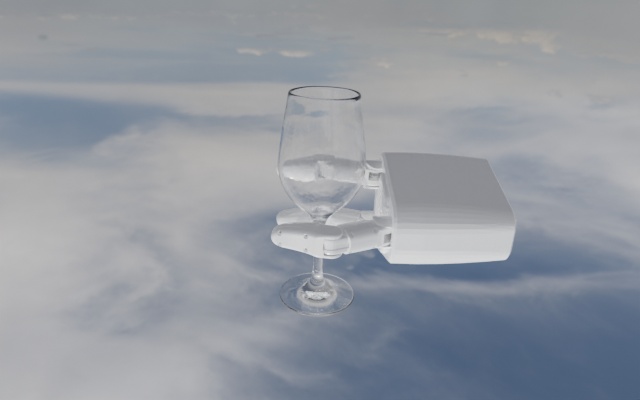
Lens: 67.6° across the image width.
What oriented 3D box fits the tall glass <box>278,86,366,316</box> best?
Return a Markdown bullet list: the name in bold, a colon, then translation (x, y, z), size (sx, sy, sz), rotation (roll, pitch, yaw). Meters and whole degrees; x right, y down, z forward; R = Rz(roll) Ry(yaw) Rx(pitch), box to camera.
- **tall glass**: translation (0.000, 0.002, 0.437), size (0.079, 0.201, 0.079), rotation (2, 23, -1)
